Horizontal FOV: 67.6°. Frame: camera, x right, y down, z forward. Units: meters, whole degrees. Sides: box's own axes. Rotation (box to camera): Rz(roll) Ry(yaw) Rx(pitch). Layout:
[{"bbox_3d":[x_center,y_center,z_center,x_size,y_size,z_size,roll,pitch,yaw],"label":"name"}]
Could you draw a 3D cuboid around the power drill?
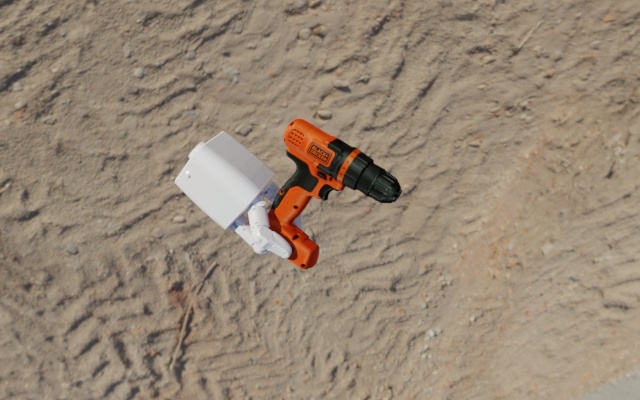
[{"bbox_3d":[0.000,0.002,0.680,0.184,0.188,0.057,34,19,16],"label":"power drill"}]
